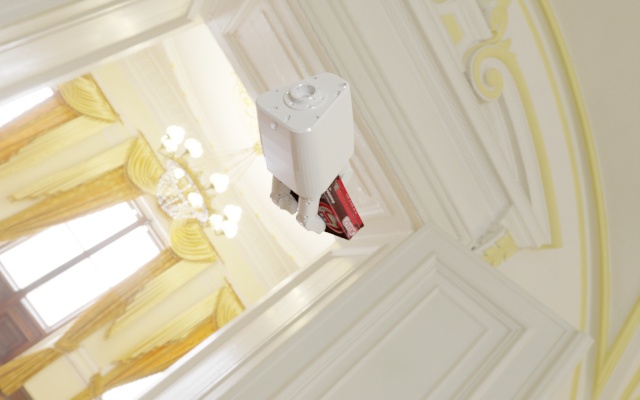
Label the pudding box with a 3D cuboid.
[{"bbox_3d":[0.000,0.002,0.672,0.039,0.090,0.113,-39,28,-21],"label":"pudding box"}]
